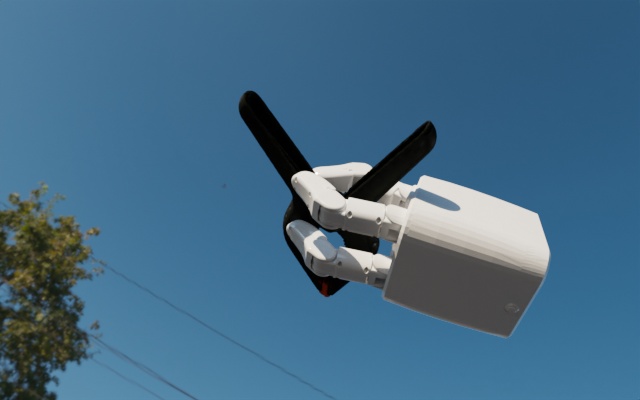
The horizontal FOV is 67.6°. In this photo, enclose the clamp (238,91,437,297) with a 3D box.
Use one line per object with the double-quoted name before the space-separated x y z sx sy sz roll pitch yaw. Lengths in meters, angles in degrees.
"clamp" 0.001 0.001 0.433 0.164 0.210 0.036 19 40 14
